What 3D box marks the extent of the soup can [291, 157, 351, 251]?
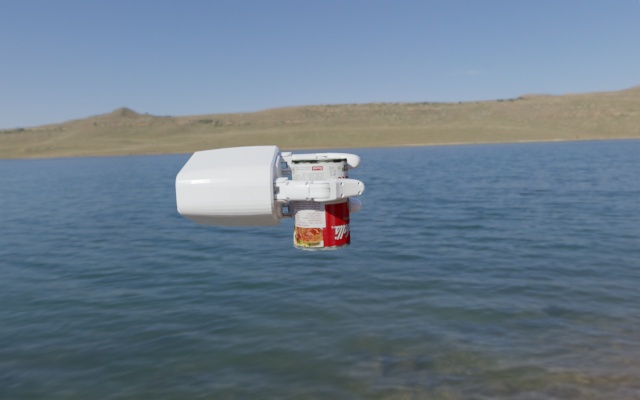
[{"bbox_3d":[0.001,0.002,0.561,0.068,0.102,0.068,-2,6,0],"label":"soup can"}]
